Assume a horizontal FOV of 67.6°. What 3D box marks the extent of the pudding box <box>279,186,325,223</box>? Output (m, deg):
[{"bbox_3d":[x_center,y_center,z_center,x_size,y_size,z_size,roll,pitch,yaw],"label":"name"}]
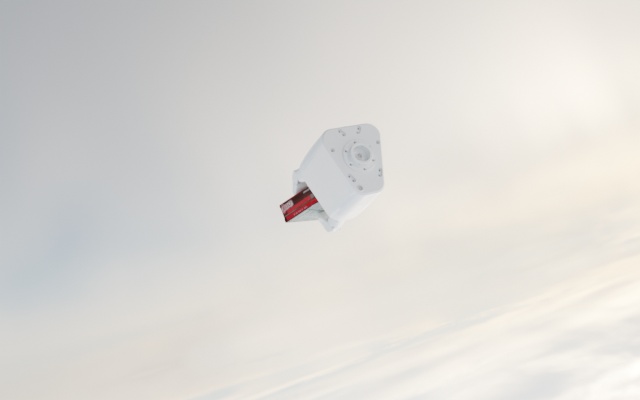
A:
[{"bbox_3d":[0.000,0.003,0.821,0.090,0.039,0.113,-31,-21,37],"label":"pudding box"}]
